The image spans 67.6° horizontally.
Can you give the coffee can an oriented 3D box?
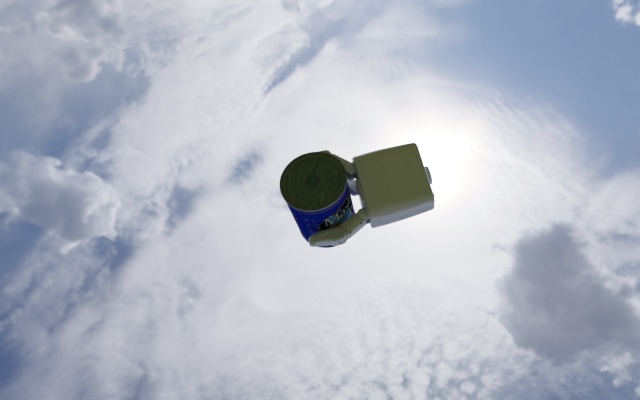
[{"bbox_3d":[0.000,0.003,0.770,0.103,0.102,0.140,0,-29,11],"label":"coffee can"}]
